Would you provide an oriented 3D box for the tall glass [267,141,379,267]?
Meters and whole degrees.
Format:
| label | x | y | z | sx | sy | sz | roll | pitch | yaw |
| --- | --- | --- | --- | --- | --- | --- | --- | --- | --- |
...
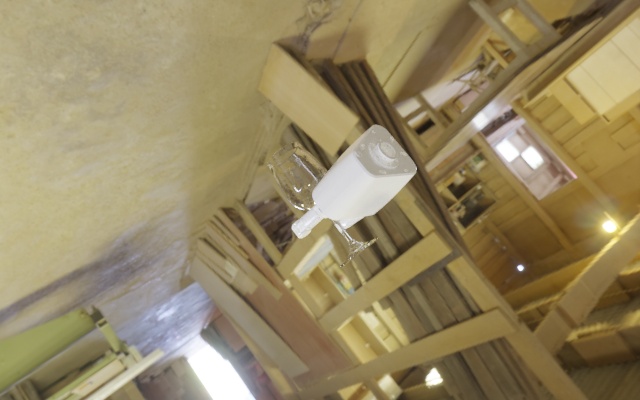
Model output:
| label | x | y | z | sx | sy | sz | roll | pitch | yaw |
| --- | --- | --- | --- | --- | --- | --- | --- | --- | --- |
| tall glass | 0.000 | 0.003 | 0.748 | 0.079 | 0.201 | 0.079 | -37 | -9 | -7 |
